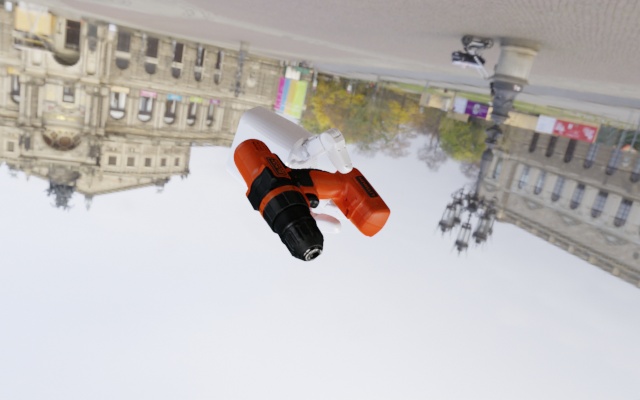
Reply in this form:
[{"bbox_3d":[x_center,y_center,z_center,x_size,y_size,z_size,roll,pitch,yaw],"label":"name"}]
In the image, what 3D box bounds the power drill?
[{"bbox_3d":[0.000,0.002,0.586,0.188,0.057,0.184,9,37,-44],"label":"power drill"}]
